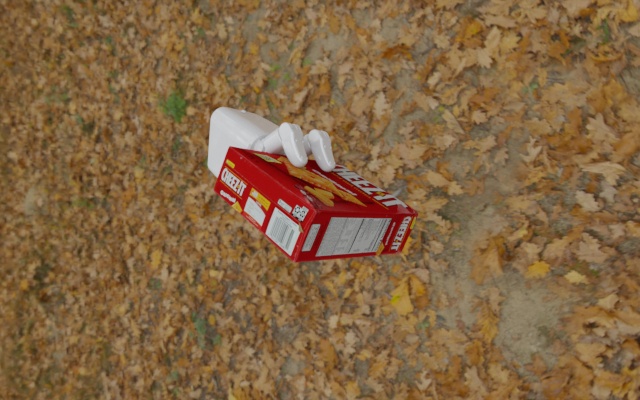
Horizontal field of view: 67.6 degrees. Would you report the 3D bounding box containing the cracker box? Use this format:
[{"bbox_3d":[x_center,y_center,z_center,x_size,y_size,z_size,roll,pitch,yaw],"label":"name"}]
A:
[{"bbox_3d":[0.000,0.002,0.611,0.214,0.072,0.164,3,27,-49],"label":"cracker box"}]
